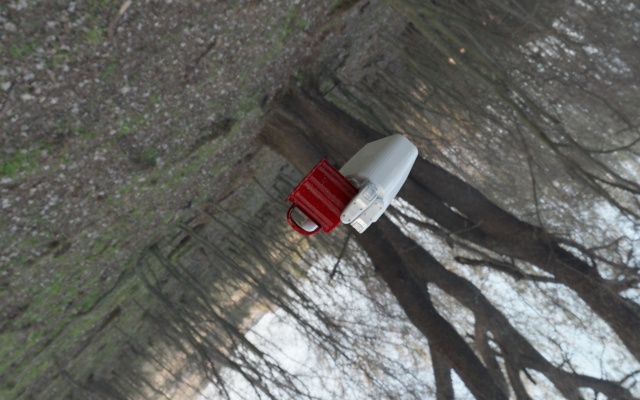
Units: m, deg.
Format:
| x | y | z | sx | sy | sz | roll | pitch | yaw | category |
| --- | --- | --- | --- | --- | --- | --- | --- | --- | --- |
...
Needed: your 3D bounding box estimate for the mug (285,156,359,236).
| x | y | z | sx | sy | sz | roll | pitch | yaw | category |
| --- | --- | --- | --- | --- | --- | --- | --- | --- | --- |
| -0.001 | 0.003 | 0.710 | 0.081 | 0.117 | 0.093 | 42 | -25 | -1 | mug |
